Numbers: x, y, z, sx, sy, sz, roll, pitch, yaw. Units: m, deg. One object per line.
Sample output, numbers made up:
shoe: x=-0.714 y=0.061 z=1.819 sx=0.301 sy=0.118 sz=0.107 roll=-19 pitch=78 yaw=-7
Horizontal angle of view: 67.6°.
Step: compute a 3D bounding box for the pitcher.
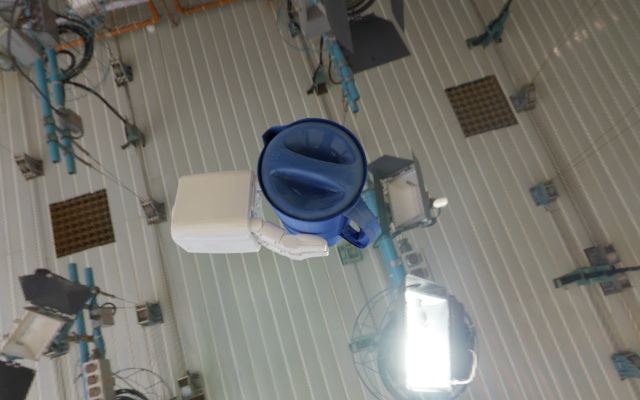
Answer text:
pitcher: x=0.000 y=0.002 z=0.676 sx=0.145 sy=0.149 sz=0.243 roll=-3 pitch=-17 yaw=1
